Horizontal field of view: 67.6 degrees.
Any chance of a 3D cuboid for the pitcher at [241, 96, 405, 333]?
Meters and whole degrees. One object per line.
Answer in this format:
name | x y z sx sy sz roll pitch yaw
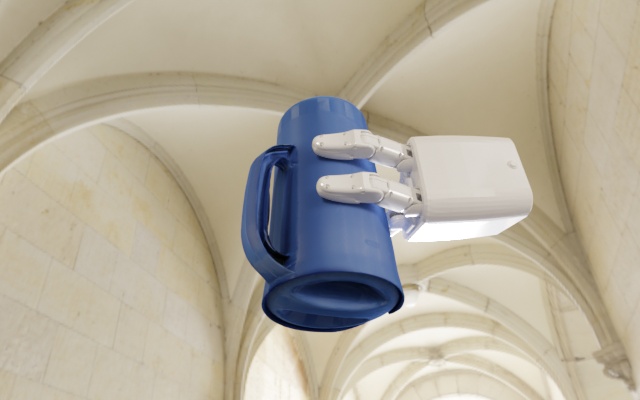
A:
pitcher | 0.000 0.002 0.503 0.145 0.242 0.149 -2 -36 -2
